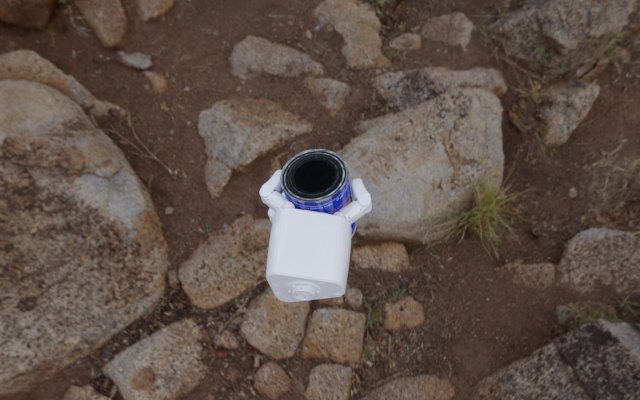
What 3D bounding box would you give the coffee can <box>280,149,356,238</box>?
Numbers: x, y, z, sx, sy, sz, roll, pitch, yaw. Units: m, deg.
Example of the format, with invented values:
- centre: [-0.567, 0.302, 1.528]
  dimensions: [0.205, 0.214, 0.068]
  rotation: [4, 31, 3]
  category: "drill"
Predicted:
- centre: [0.000, 0.002, 0.760]
  dimensions: [0.103, 0.102, 0.140]
  rotation: [0, -36, 10]
  category: "coffee can"
